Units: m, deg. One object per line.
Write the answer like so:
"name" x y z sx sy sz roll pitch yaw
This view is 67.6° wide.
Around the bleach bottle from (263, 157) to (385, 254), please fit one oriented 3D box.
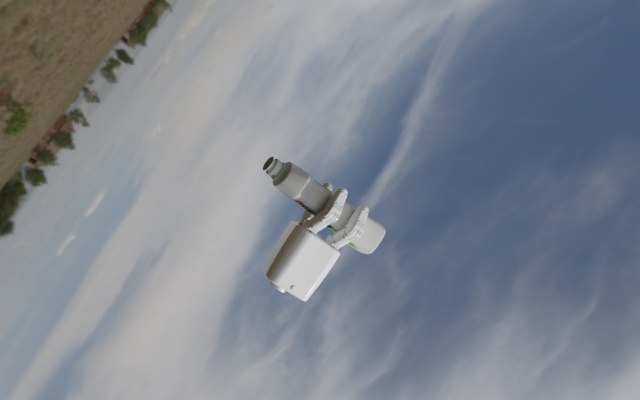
"bleach bottle" 0.000 0.003 0.852 0.251 0.068 0.102 36 -4 -27
